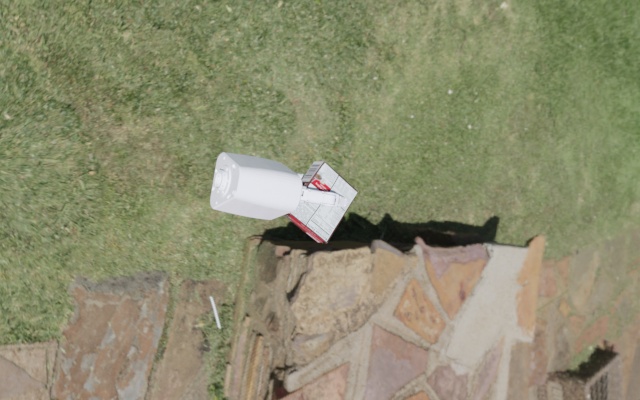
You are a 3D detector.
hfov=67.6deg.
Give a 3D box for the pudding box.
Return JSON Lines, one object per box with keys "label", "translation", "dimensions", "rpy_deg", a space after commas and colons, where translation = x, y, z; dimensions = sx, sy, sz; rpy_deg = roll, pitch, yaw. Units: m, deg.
{"label": "pudding box", "translation": [0.000, 0.003, 0.808], "dimensions": [0.090, 0.113, 0.039], "rpy_deg": [41, -17, -25]}
